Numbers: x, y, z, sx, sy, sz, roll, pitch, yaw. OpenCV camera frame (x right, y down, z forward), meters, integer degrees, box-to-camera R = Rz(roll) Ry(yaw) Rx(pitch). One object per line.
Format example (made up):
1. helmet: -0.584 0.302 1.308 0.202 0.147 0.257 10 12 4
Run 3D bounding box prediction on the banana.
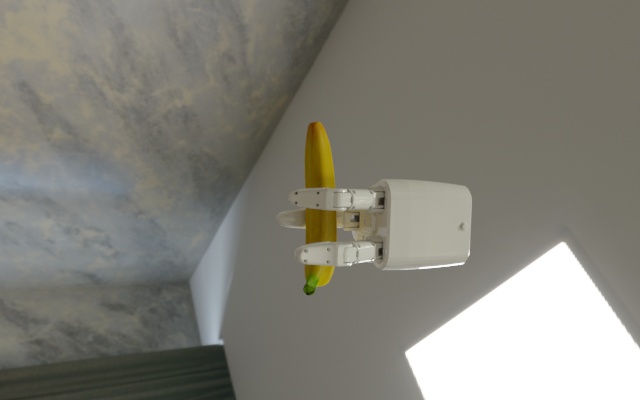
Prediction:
1. banana: 0.000 0.011 0.540 0.037 0.197 0.070 -1 -19 0
